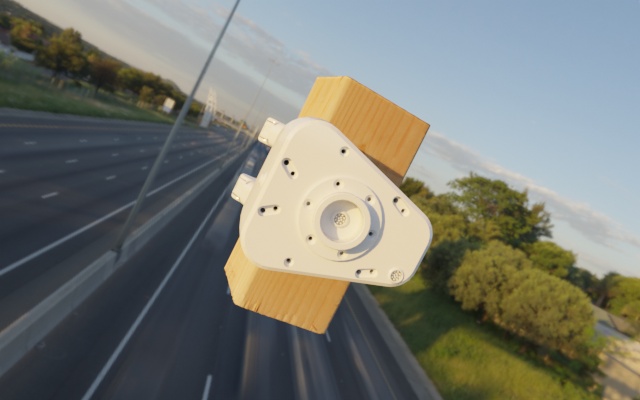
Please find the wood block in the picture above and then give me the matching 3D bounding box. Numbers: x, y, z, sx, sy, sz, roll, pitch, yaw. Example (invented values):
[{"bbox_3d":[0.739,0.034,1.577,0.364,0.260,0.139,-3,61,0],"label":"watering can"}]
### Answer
[{"bbox_3d":[0.001,0.002,0.438,0.091,0.206,0.090,25,5,-21],"label":"wood block"}]
